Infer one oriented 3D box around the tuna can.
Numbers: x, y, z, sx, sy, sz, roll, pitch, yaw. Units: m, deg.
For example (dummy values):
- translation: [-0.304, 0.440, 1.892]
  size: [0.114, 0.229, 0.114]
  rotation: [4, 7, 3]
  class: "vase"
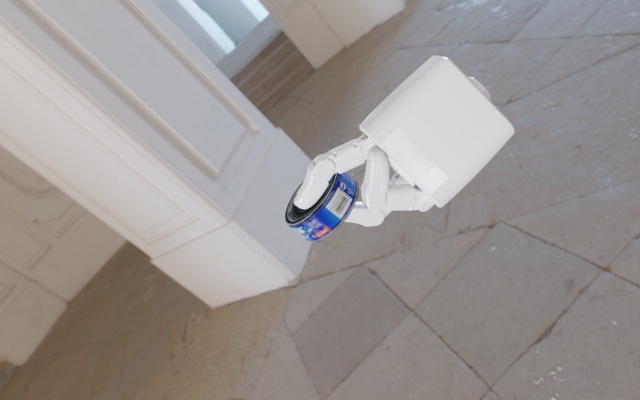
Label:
- translation: [0.000, 0.001, 0.525]
  size: [0.034, 0.086, 0.086]
  rotation: [39, -18, -24]
  class: "tuna can"
